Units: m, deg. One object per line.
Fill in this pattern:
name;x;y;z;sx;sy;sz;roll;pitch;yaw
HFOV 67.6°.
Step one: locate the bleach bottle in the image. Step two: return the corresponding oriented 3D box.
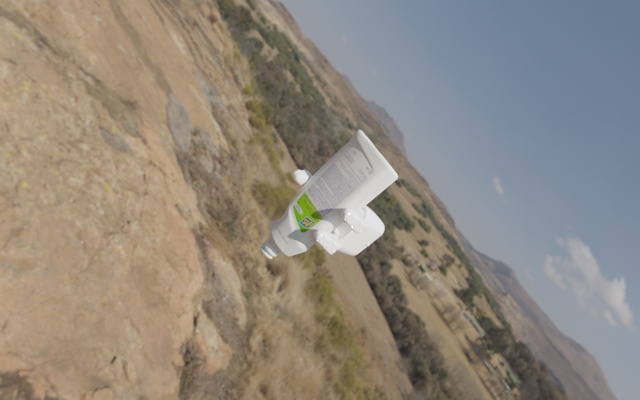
bleach bottle;0.000;0.003;0.787;0.251;0.102;0.068;-39;-28;10
